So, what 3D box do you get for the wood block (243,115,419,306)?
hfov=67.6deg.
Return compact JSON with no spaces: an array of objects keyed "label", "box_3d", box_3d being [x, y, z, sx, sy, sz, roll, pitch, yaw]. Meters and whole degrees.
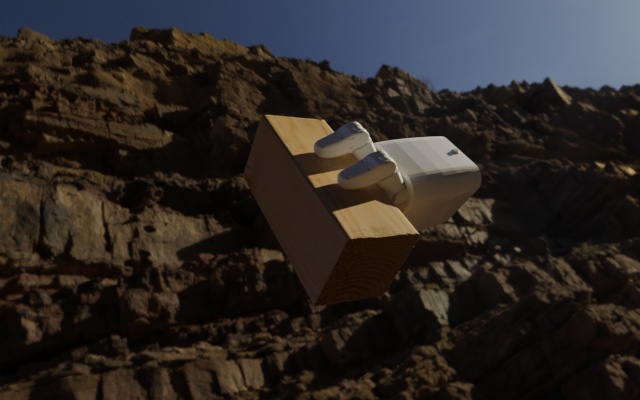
[{"label":"wood block","box_3d":[0.000,0.002,0.518,0.090,0.091,0.206,-2,40,-33]}]
